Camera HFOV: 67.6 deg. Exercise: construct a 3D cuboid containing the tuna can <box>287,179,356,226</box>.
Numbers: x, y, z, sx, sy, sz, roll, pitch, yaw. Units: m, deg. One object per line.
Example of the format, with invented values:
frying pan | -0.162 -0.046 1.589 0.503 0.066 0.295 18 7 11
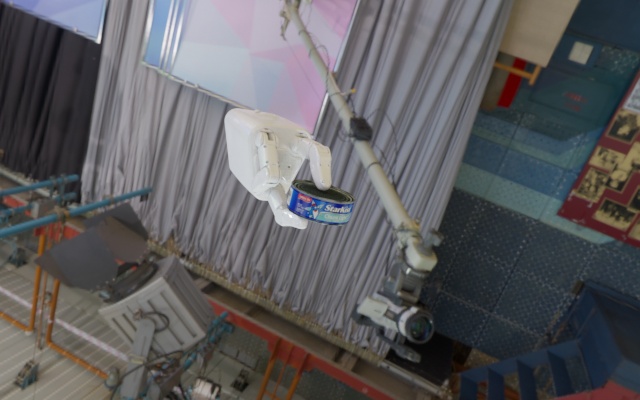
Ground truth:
tuna can | 0.000 0.003 0.619 0.086 0.034 0.086 14 14 -4
